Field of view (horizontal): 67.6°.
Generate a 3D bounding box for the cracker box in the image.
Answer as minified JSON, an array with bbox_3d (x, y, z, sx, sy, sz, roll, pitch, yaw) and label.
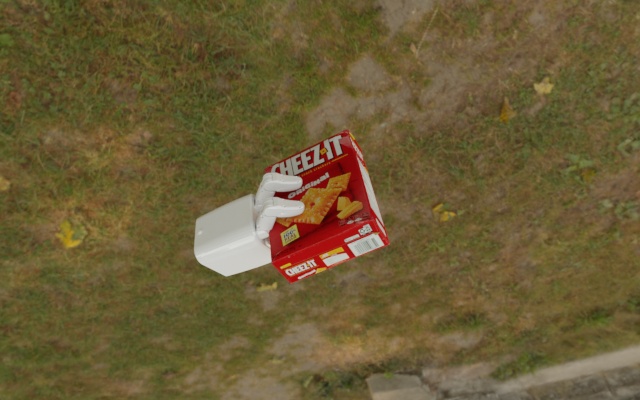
[{"bbox_3d":[0.000,0.003,0.751,0.164,0.213,0.072,-24,-46,13],"label":"cracker box"}]
